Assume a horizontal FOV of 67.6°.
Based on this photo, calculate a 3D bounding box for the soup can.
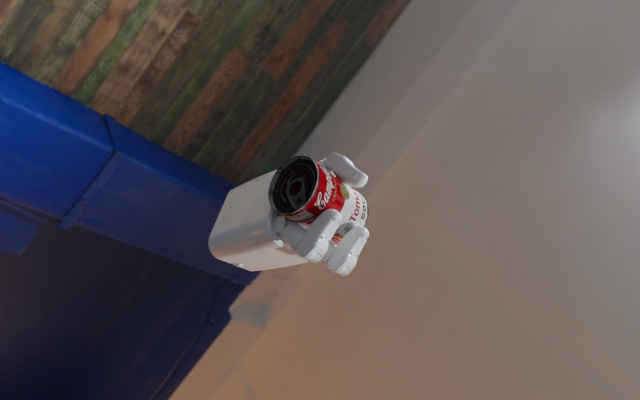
[{"bbox_3d":[0.001,0.002,0.538,0.068,0.068,0.102,0,-22,40],"label":"soup can"}]
